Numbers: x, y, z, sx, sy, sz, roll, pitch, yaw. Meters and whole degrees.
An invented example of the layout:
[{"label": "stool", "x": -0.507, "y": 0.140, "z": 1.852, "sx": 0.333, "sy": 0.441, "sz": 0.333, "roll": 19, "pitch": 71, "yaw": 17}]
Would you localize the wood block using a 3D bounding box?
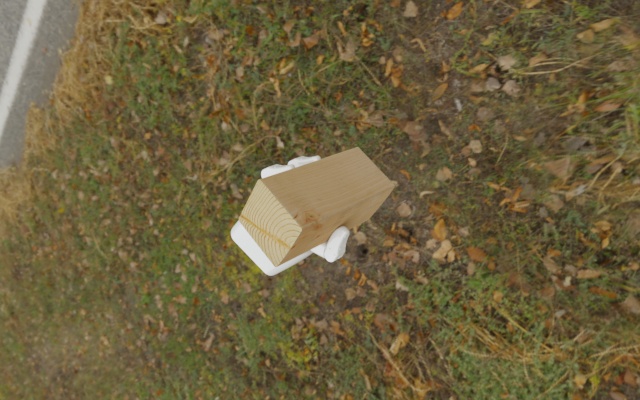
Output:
[{"label": "wood block", "x": 0.000, "y": 0.003, "z": 0.686, "sx": 0.206, "sy": 0.090, "sz": 0.090, "roll": -23, "pitch": -24, "yaw": -44}]
